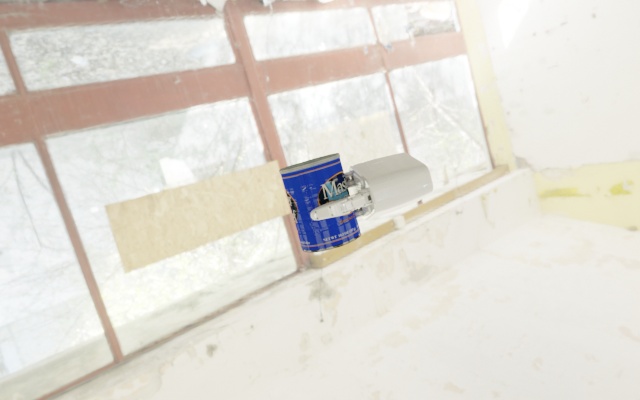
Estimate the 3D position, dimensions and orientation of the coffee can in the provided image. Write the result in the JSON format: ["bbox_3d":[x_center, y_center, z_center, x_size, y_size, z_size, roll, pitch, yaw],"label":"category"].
[{"bbox_3d":[0.000,0.002,0.787,0.103,0.140,0.103,-16,8,2],"label":"coffee can"}]
